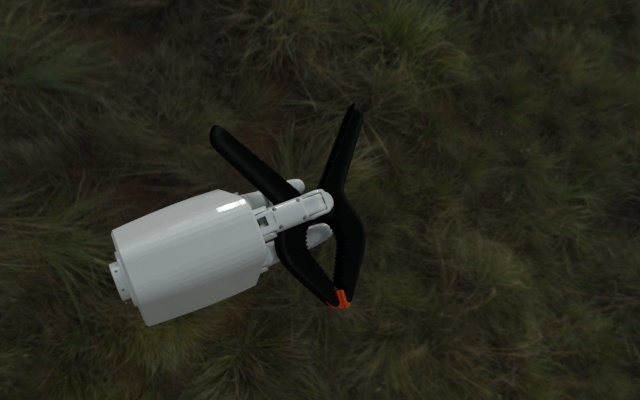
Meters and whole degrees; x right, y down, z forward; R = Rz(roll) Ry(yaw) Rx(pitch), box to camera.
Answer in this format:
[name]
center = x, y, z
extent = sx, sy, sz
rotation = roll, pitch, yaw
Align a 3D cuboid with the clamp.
[clamp]
center = 0.000, 0.002, 0.481
extent = 0.164, 0.210, 0.036
rotation = -21, -3, -21
